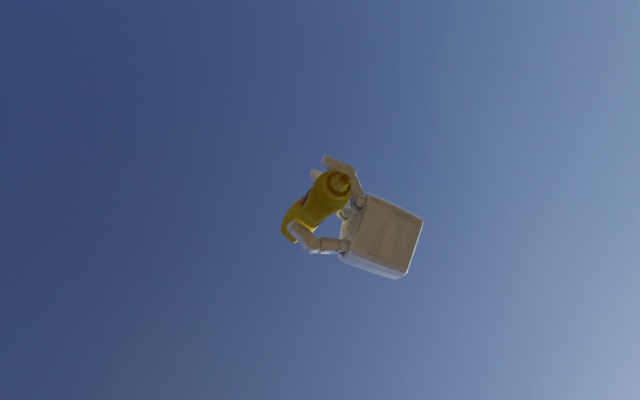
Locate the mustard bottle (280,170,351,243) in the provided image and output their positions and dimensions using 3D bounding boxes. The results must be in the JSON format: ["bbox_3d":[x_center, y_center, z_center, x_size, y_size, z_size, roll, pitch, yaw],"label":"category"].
[{"bbox_3d":[0.000,0.002,0.756,0.096,0.058,0.192,-49,3,-29],"label":"mustard bottle"}]
